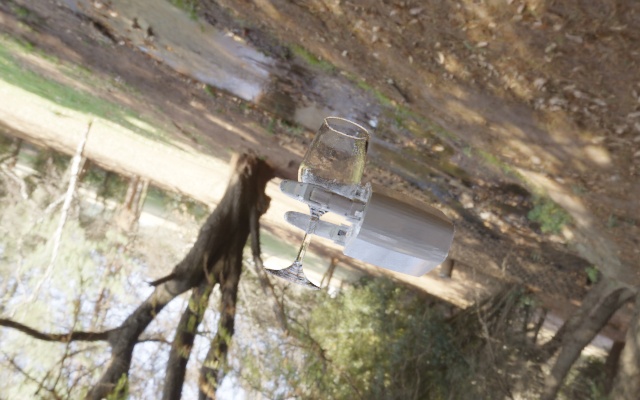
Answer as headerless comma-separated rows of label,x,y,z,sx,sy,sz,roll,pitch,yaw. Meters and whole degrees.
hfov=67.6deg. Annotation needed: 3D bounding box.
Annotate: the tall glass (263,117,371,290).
tall glass,0.000,0.003,0.585,0.079,0.201,0.079,19,-6,2
